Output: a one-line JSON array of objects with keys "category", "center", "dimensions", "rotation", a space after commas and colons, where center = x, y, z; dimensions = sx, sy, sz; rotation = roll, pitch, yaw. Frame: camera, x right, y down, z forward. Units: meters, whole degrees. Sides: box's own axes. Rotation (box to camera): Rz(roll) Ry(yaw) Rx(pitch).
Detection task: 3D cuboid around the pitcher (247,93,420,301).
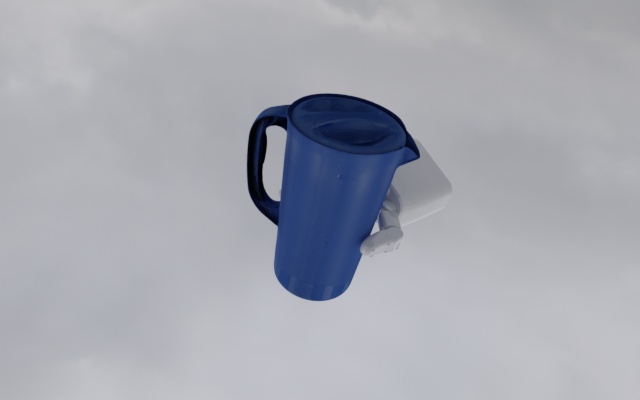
[{"category": "pitcher", "center": [0.000, 0.002, 0.577], "dimensions": [0.145, 0.243, 0.149], "rotation": [-16, 45, -34]}]
